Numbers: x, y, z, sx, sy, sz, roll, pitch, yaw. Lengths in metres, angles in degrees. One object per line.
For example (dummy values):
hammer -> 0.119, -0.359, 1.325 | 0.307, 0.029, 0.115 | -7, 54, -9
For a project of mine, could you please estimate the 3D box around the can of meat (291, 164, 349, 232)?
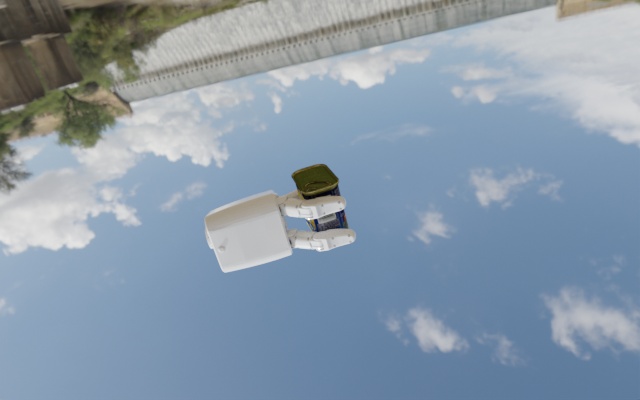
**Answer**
can of meat -> 0.000, 0.003, 0.716 | 0.057, 0.084, 0.102 | -18, 24, -8
